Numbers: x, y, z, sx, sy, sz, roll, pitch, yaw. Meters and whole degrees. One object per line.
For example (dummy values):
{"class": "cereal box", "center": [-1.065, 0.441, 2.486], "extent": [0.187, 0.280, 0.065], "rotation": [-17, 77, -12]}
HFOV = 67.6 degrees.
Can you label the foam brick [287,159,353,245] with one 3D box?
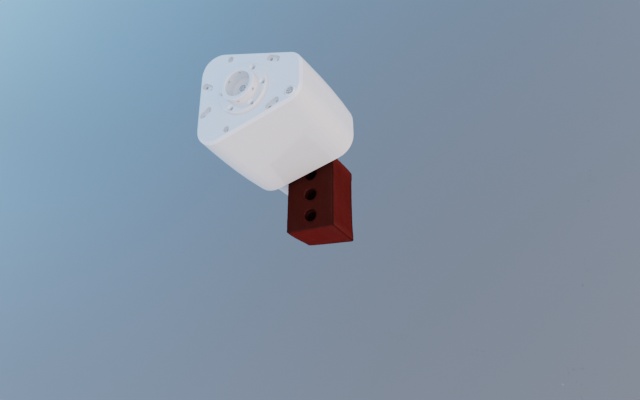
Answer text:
{"class": "foam brick", "center": [0.000, 0.002, 0.490], "extent": [0.053, 0.078, 0.051], "rotation": [-10, -23, 23]}
